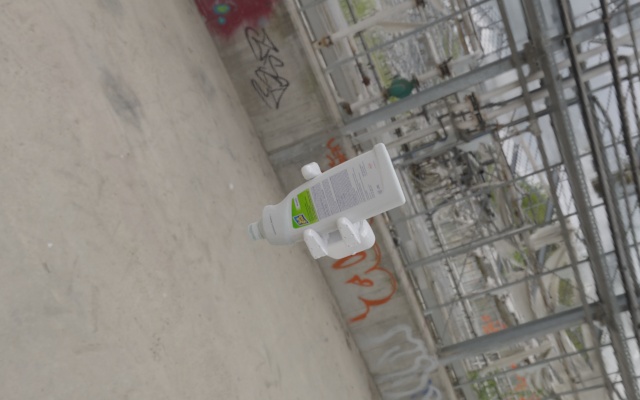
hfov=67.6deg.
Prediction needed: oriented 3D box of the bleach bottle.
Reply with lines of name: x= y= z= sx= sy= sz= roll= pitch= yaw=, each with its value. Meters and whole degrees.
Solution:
bleach bottle: x=0.000 y=0.003 z=0.759 sx=0.251 sy=0.102 sz=0.068 roll=-21 pitch=-22 yaw=11
